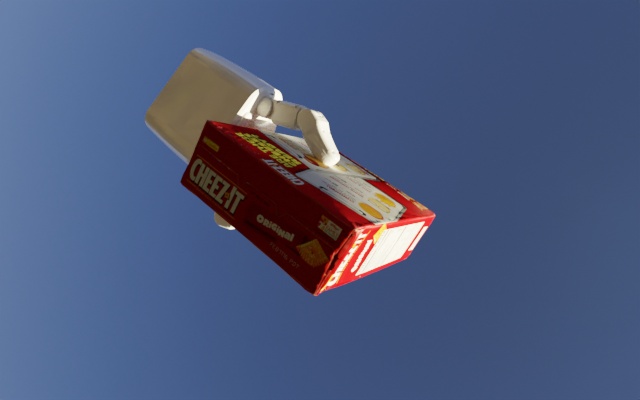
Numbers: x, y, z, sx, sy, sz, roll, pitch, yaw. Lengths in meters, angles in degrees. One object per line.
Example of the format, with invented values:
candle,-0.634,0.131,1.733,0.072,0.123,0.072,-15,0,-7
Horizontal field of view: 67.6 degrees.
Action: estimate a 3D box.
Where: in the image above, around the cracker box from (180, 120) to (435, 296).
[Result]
cracker box,0.000,0.001,0.465,0.164,0.072,0.213,36,17,23
